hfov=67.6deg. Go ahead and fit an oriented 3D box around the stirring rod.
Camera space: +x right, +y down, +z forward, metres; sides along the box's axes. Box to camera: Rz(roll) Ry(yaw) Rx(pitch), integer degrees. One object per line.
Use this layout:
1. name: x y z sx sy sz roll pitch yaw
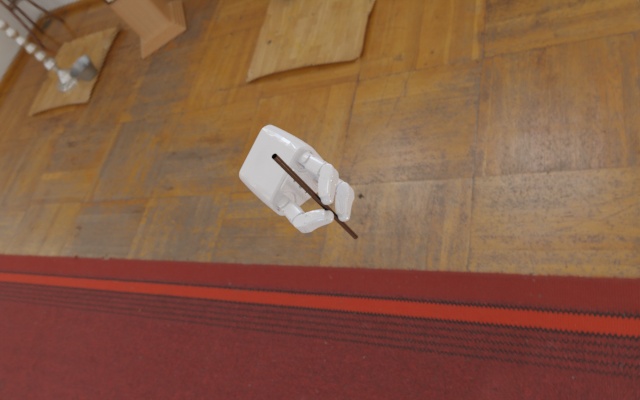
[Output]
1. stirring rod: 0.000 0.002 0.666 0.011 0.011 0.240 0 -28 32
